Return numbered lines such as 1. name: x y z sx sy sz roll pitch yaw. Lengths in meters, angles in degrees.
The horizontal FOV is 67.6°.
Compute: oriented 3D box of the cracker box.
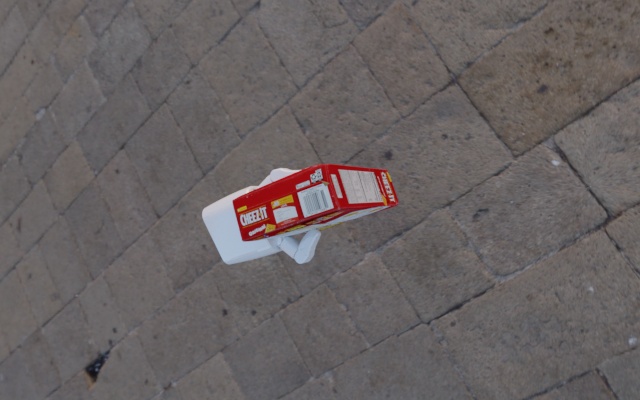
1. cracker box: 0.000 0.003 0.723 0.164 0.072 0.213 -20 -8 28
